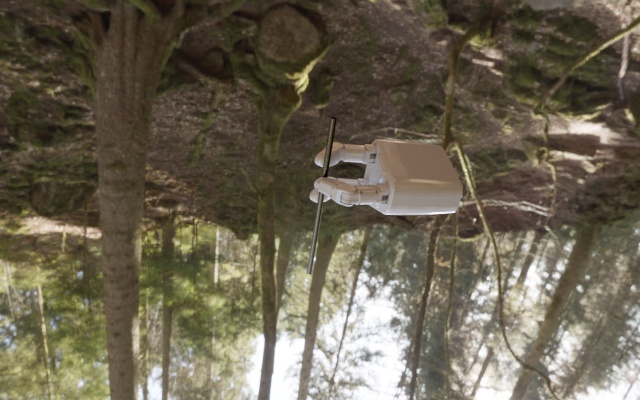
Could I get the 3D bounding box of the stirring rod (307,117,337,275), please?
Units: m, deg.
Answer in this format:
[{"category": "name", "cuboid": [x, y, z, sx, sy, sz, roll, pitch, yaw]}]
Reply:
[{"category": "stirring rod", "cuboid": [0.000, 0.002, 0.656, 0.011, 0.240, 0.011, 7, 27, -4]}]
